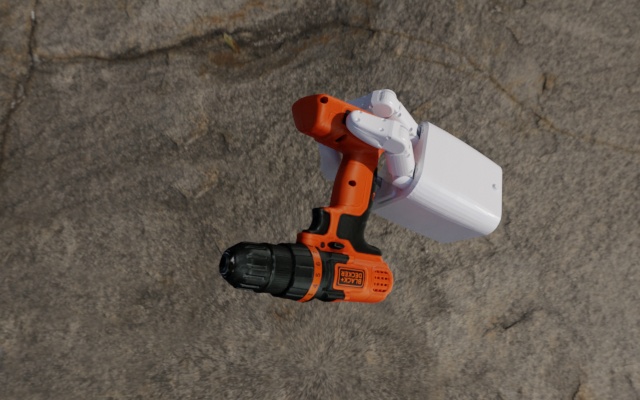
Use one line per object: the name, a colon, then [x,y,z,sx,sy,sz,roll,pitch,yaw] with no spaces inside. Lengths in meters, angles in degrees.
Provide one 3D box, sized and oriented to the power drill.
power drill: [0.000,0.001,0.451,0.184,0.187,0.057,14,-10,-39]
